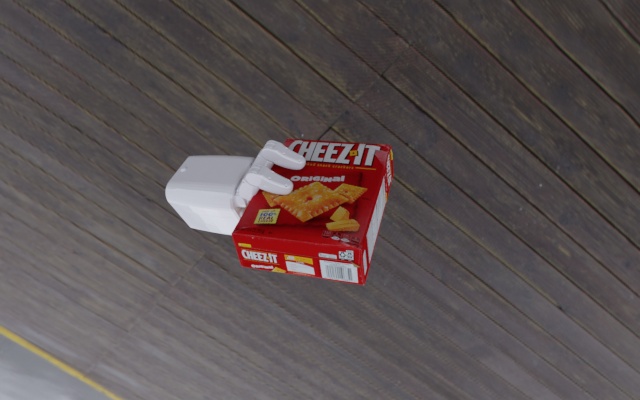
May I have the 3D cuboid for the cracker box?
[{"bbox_3d":[0.000,0.002,0.645,0.164,0.072,0.213,6,42,16],"label":"cracker box"}]
